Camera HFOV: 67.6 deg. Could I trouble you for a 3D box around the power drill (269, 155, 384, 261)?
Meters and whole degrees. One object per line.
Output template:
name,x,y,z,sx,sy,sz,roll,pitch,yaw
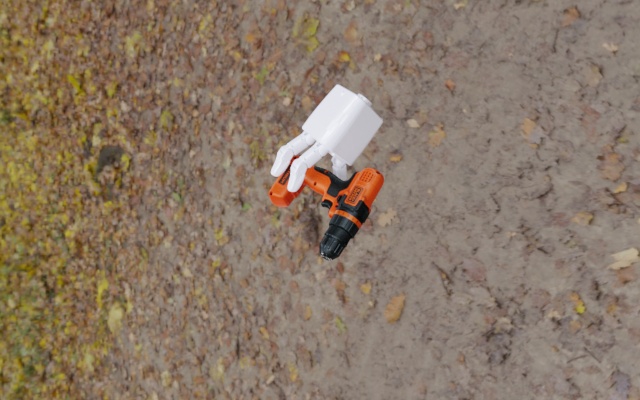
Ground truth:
power drill,0.000,0.002,0.868,0.187,0.184,0.057,22,-22,30
